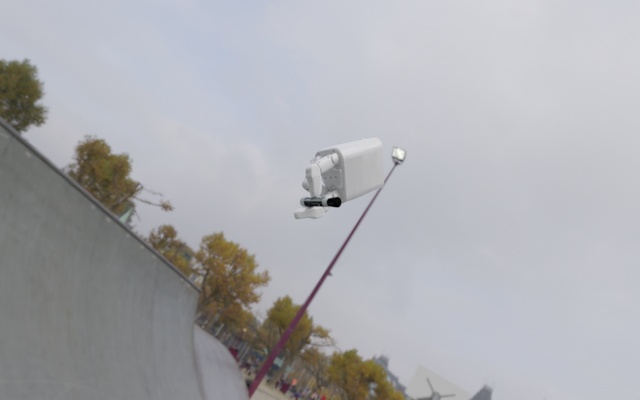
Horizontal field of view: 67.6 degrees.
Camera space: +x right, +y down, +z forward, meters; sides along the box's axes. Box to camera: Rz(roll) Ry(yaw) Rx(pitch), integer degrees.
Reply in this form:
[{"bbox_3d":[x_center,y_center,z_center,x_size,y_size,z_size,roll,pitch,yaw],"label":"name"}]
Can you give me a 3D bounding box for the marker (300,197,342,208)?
[{"bbox_3d":[0.000,0.003,0.861,0.020,0.020,0.121,0,0,-32],"label":"marker"}]
